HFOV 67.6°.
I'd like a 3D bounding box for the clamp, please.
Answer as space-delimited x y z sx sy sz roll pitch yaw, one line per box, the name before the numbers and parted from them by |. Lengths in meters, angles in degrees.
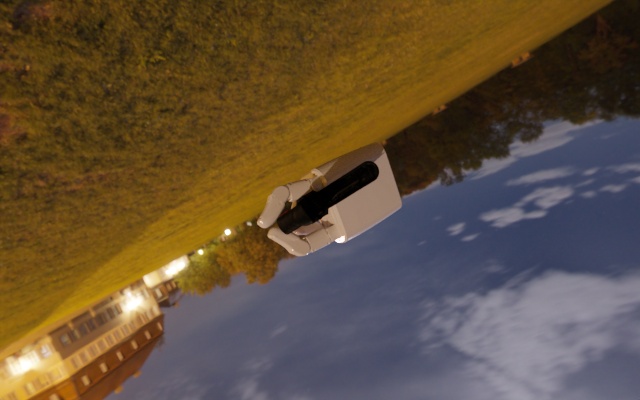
clamp | 0.000 0.003 0.588 0.120 0.039 0.171 -27 1 -20
